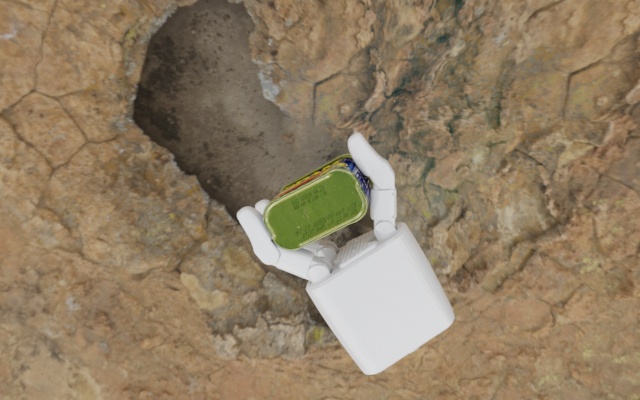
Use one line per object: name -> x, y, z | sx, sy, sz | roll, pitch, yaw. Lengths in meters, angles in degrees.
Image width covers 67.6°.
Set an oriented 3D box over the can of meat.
can of meat -> 0.000, 0.001, 0.467 | 0.102, 0.057, 0.084 | -27, 7, 13
